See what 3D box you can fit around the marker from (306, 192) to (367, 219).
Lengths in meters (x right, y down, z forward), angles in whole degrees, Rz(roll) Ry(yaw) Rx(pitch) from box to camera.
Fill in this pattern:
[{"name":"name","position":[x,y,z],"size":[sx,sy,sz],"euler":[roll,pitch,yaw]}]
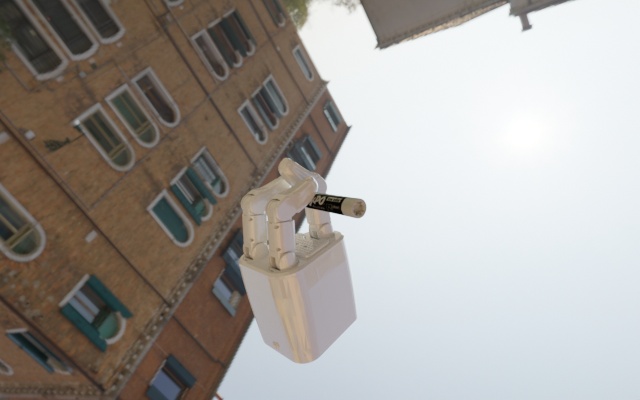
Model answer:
[{"name":"marker","position":[0.000,0.002,0.483],"size":[0.020,0.020,0.121],"euler":[0,6,-36]}]
